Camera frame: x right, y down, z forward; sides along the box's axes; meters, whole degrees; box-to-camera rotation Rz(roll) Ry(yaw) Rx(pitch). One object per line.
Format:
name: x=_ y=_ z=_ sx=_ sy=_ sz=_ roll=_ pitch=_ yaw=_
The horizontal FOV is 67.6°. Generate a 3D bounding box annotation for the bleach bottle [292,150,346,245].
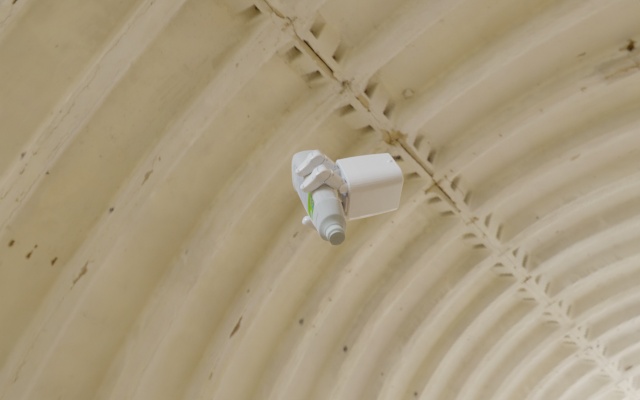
bleach bottle: x=0.000 y=0.003 z=0.899 sx=0.068 sy=0.103 sz=0.250 roll=-10 pitch=35 yaw=-9
